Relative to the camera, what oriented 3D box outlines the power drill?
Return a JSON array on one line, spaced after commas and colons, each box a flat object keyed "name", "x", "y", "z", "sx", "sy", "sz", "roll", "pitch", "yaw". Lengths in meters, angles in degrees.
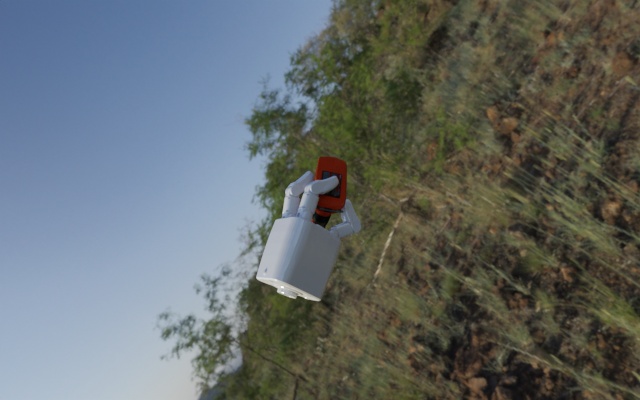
[{"name": "power drill", "x": 0.000, "y": 0.003, "z": 0.893, "sx": 0.057, "sy": 0.184, "sz": 0.188, "roll": 9, "pitch": -34, "yaw": -8}]
